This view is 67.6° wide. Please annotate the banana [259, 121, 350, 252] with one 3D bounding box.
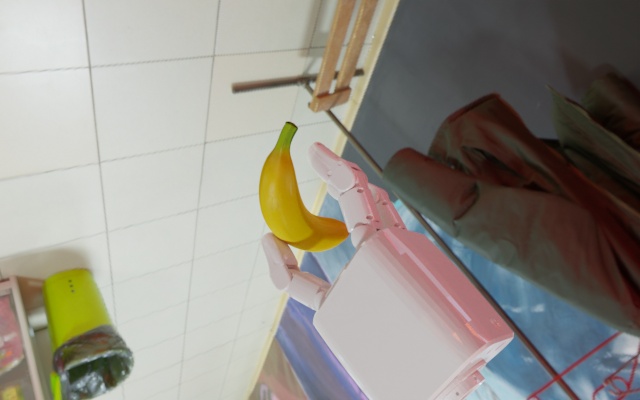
[{"bbox_3d":[-0.015,0.012,0.447,0.037,0.069,0.198,43,-10,31],"label":"banana"}]
